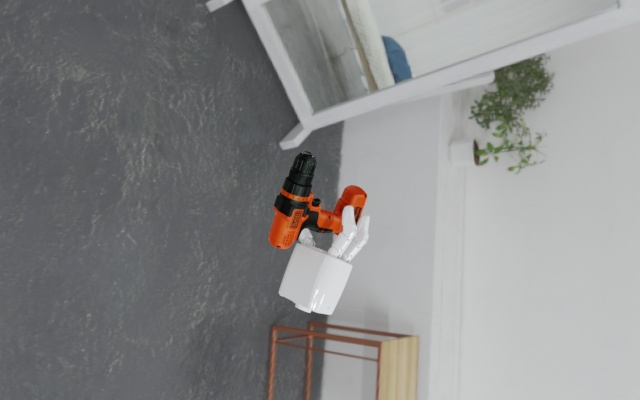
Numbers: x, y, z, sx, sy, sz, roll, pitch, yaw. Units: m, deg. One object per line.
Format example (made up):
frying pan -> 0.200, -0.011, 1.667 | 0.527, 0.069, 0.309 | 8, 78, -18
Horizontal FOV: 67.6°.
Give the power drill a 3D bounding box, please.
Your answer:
power drill -> 0.000, 0.003, 0.896 | 0.187, 0.184, 0.057 | 4, 24, -41
